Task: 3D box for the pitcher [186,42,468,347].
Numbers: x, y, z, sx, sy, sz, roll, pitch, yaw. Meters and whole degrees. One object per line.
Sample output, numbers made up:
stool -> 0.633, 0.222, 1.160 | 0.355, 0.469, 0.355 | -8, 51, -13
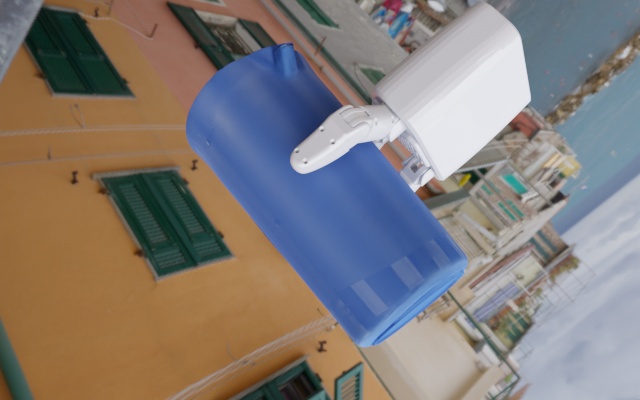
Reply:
pitcher -> 0.000, 0.001, 0.412 | 0.145, 0.242, 0.149 | -41, -21, 5
